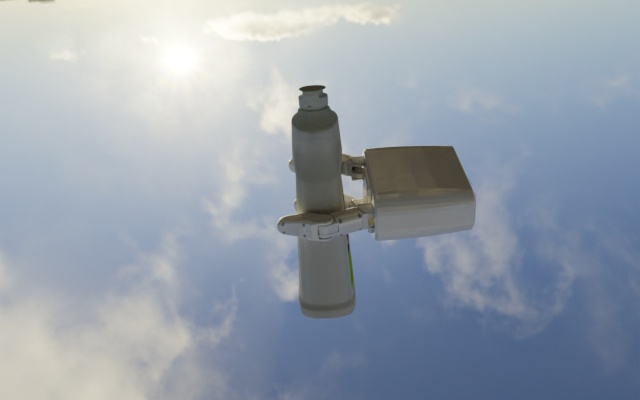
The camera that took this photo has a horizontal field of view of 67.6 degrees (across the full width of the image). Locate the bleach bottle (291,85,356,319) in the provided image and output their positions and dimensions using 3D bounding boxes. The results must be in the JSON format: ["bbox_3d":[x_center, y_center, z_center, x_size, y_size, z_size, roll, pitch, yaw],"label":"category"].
[{"bbox_3d":[0.000,0.002,0.533,0.068,0.251,0.102,-4,25,1],"label":"bleach bottle"}]
